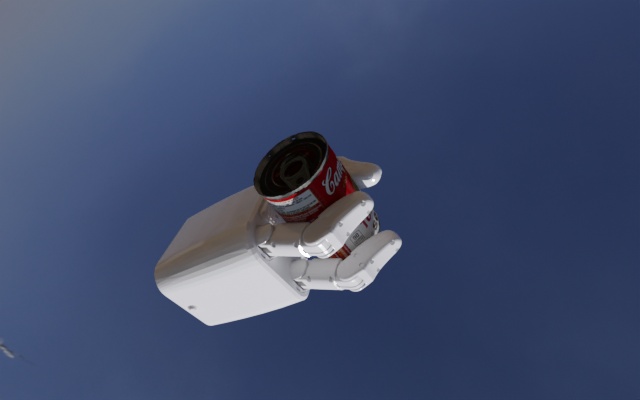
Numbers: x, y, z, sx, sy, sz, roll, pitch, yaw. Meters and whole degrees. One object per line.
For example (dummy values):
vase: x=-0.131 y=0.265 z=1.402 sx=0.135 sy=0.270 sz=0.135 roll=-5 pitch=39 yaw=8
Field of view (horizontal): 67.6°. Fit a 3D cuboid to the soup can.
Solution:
soup can: x=0.001 y=0.001 z=0.404 sx=0.068 sy=0.068 sz=0.102 roll=0 pitch=-37 yaw=38
